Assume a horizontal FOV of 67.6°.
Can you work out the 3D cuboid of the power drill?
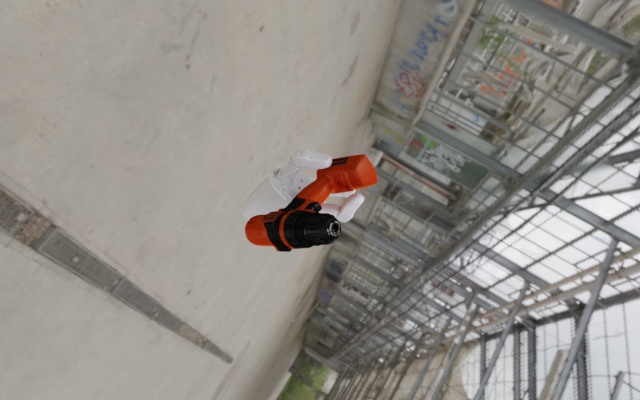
[{"bbox_3d":[0.000,0.002,0.688,0.184,0.057,0.187,-3,29,48],"label":"power drill"}]
